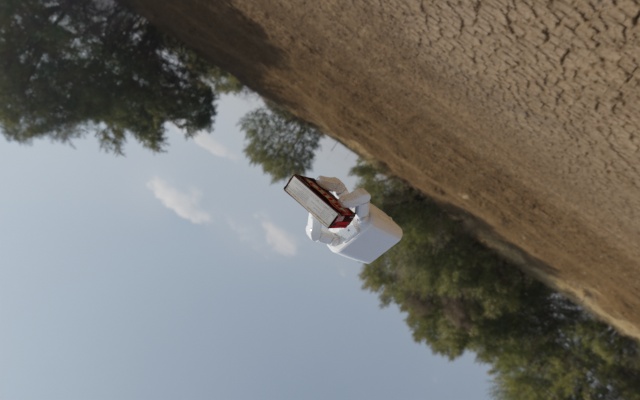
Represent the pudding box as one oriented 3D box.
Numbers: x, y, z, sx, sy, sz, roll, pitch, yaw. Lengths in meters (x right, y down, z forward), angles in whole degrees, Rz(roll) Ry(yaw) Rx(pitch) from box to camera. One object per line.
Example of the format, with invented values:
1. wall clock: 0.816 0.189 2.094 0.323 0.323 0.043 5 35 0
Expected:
1. pudding box: 0.000 0.003 0.844 0.113 0.039 0.090 39 11 19
